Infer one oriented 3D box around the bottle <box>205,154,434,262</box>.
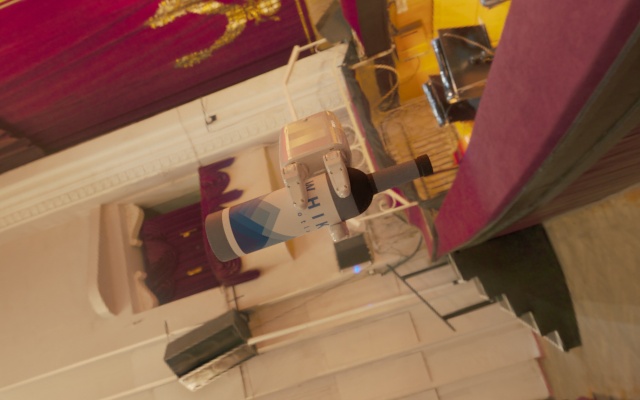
[{"bbox_3d":[0.000,0.002,0.618,0.296,0.069,0.069,-19,-2,6],"label":"bottle"}]
